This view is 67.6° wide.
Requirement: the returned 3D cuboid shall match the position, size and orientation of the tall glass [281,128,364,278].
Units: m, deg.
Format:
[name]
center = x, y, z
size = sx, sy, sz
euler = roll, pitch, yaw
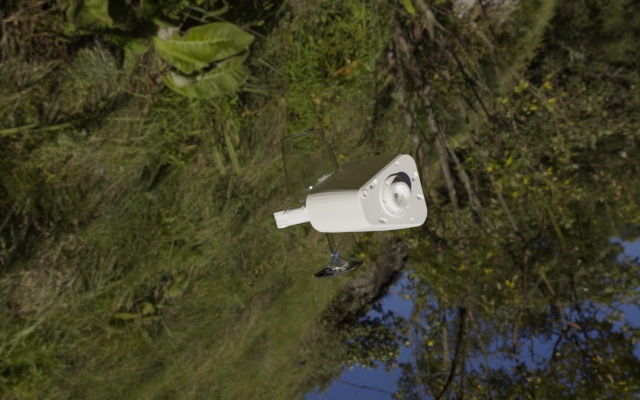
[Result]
[tall glass]
center = 0.000, 0.003, 0.677
size = 0.079, 0.201, 0.079
euler = -16, 6, 2
